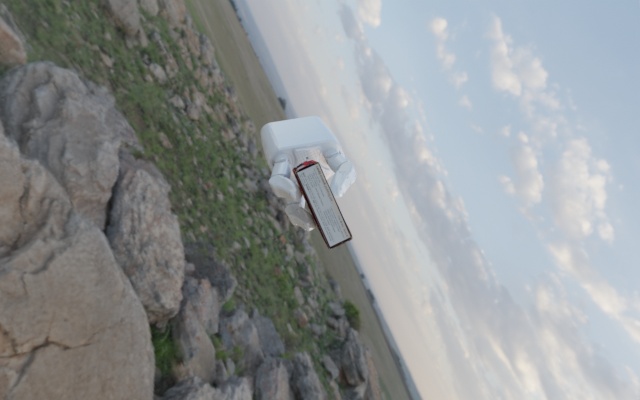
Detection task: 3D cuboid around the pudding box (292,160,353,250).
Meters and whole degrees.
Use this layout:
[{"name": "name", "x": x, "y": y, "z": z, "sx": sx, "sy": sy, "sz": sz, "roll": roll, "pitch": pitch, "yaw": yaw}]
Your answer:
[{"name": "pudding box", "x": 0.000, "y": 0.002, "z": 0.646, "sx": 0.039, "sy": 0.113, "sz": 0.090, "roll": -26, "pitch": 8, "yaw": -1}]
